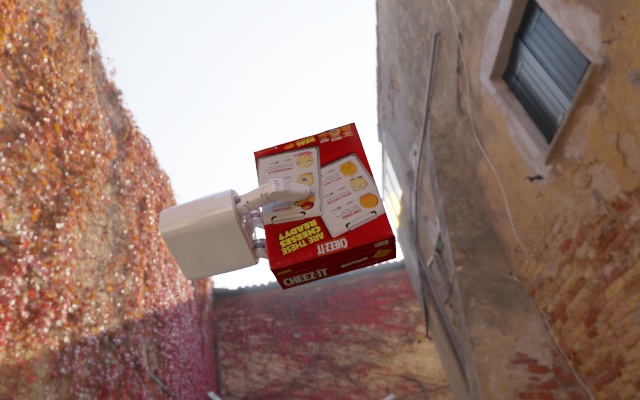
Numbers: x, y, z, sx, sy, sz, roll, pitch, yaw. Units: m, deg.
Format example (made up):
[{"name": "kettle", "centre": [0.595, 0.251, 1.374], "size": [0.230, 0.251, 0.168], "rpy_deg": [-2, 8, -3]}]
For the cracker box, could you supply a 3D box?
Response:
[{"name": "cracker box", "centre": [0.000, 0.002, 0.678], "size": [0.164, 0.213, 0.072], "rpy_deg": [-16, -38, 3]}]
